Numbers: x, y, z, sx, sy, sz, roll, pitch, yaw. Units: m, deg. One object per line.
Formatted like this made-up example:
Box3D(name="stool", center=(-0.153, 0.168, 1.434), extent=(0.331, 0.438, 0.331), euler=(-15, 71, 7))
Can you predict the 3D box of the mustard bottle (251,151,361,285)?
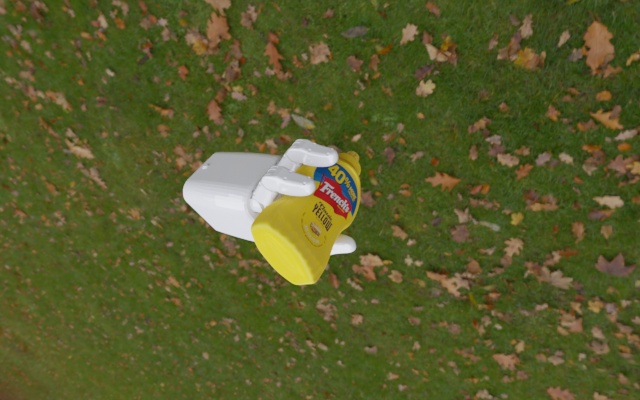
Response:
Box3D(name="mustard bottle", center=(0.000, 0.002, 0.575), extent=(0.058, 0.096, 0.191), euler=(-15, 30, 44))
